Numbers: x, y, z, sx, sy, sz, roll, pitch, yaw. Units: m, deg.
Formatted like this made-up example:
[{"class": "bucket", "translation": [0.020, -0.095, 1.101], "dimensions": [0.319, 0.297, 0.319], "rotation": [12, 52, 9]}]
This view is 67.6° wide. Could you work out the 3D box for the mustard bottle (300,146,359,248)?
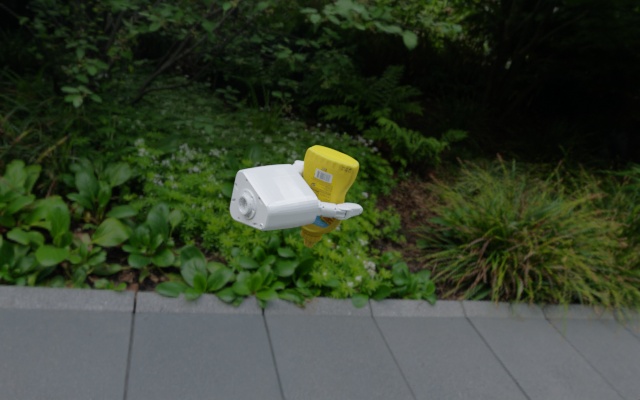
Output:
[{"class": "mustard bottle", "translation": [0.000, 0.003, 0.880], "dimensions": [0.096, 0.192, 0.058], "rotation": [23, 25, 15]}]
